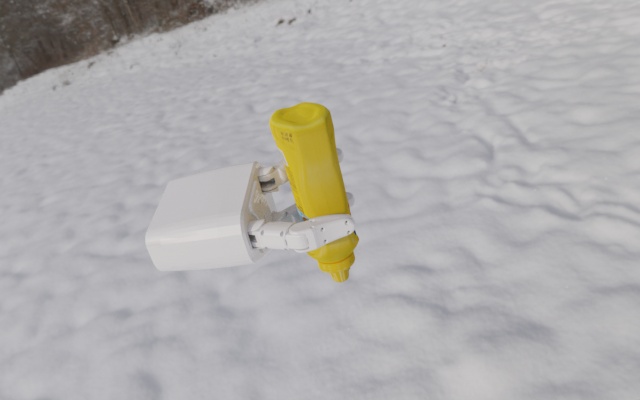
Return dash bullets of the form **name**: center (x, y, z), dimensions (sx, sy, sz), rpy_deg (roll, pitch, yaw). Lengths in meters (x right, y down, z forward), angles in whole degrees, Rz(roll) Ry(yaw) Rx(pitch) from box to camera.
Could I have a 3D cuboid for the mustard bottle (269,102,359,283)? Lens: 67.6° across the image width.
- **mustard bottle**: center (0.000, 0.001, 0.489), dimensions (0.058, 0.192, 0.096), rpy_deg (-19, 24, -10)
